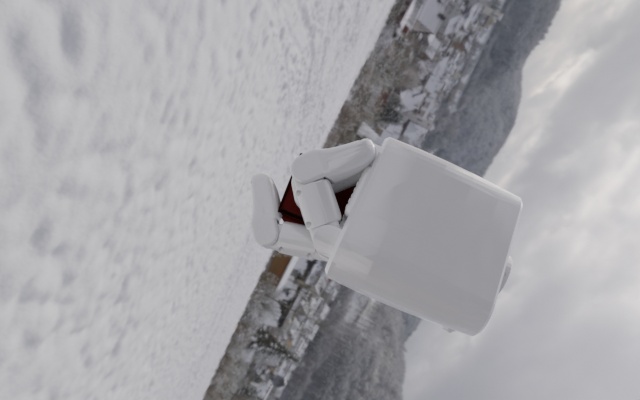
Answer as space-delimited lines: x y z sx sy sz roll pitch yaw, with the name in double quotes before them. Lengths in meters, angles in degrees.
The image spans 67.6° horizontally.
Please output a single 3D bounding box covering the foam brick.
"foam brick" 0.000 0.001 0.406 0.051 0.053 0.078 20 -9 5
